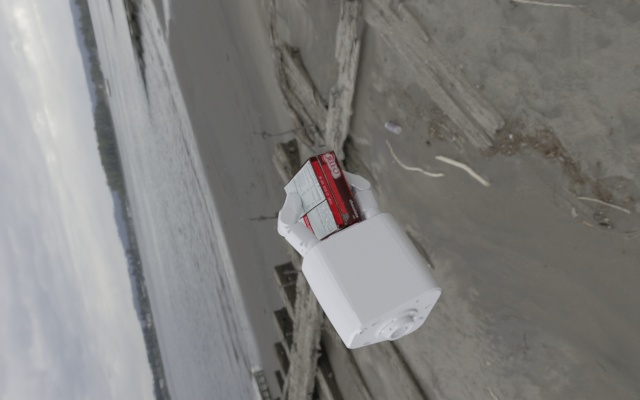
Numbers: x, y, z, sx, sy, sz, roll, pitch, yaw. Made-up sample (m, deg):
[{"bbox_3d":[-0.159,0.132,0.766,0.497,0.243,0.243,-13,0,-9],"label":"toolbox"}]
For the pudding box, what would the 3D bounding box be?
[{"bbox_3d":[0.000,0.002,0.579,0.039,0.090,0.113,-18,-9,-25],"label":"pudding box"}]
